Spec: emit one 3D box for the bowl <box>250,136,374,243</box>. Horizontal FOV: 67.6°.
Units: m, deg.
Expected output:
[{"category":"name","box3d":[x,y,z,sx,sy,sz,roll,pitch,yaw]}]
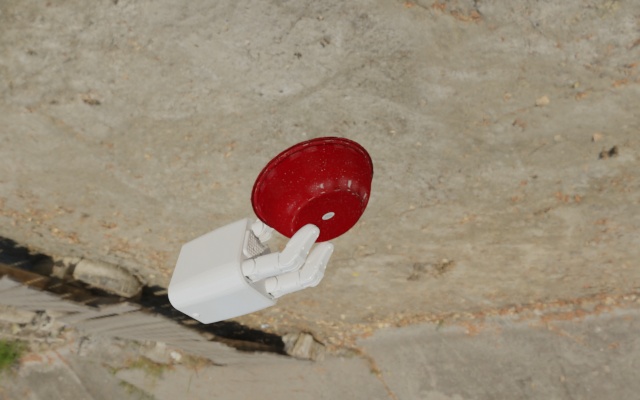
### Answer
[{"category":"bowl","box3d":[0.001,0.001,0.581,0.162,0.162,0.055,0,44,-28]}]
